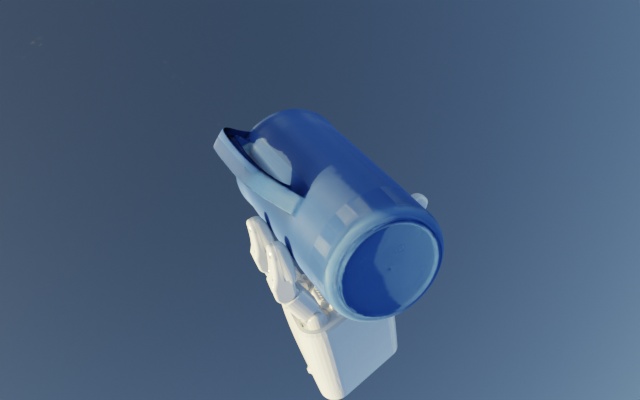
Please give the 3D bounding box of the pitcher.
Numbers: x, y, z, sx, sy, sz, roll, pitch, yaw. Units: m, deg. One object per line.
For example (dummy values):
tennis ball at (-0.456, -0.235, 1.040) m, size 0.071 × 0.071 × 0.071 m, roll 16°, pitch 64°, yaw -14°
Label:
pitcher at (0.000, 0.002, 0.464) m, size 0.149 × 0.145 × 0.242 m, roll -21°, pitch 32°, yaw -14°
